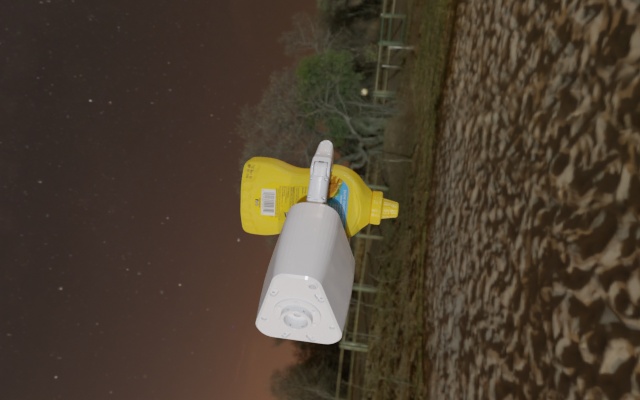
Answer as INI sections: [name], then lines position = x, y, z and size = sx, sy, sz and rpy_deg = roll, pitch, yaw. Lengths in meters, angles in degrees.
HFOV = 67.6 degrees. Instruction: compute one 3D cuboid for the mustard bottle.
[mustard bottle]
position = 0.000, 0.002, 0.594
size = 0.191, 0.096, 0.058
rpy_deg = 6, 15, 6
